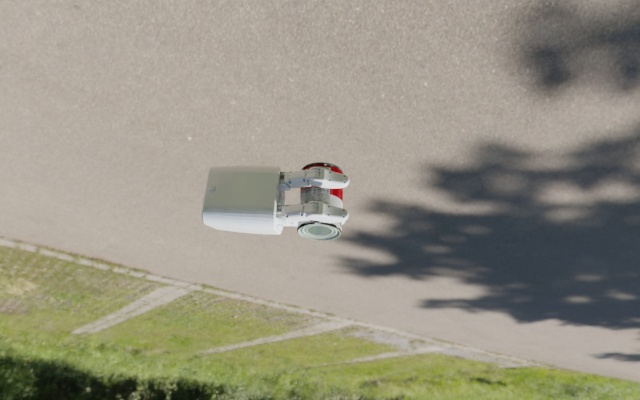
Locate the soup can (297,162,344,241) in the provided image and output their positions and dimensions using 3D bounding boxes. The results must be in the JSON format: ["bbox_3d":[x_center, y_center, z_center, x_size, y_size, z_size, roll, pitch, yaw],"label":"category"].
[{"bbox_3d":[0.001,0.003,0.725,0.068,0.102,0.068,2,-26,1],"label":"soup can"}]
